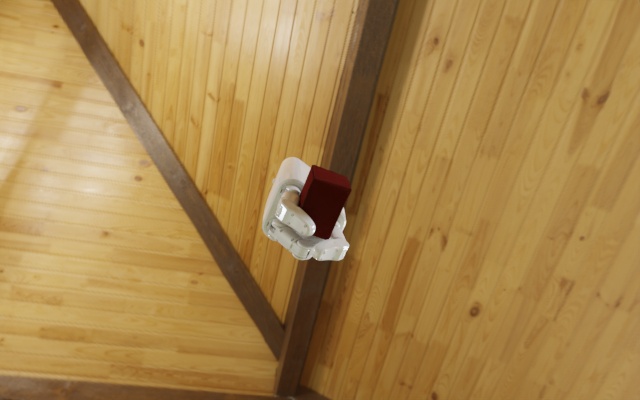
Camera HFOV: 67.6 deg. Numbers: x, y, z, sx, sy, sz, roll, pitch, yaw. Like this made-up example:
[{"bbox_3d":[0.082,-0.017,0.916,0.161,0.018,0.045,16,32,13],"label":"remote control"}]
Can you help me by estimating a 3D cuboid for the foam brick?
[{"bbox_3d":[0.000,0.002,0.621,0.053,0.078,0.051,20,22,-10],"label":"foam brick"}]
